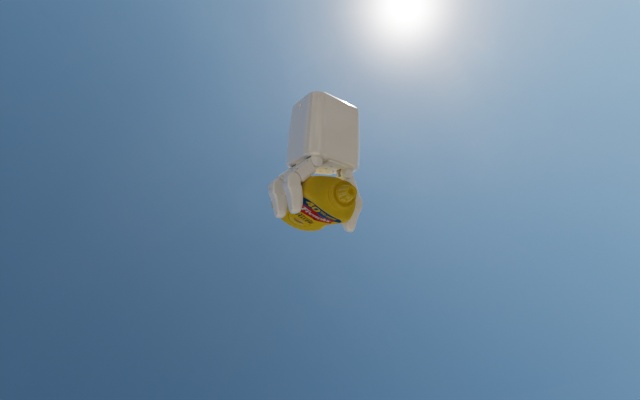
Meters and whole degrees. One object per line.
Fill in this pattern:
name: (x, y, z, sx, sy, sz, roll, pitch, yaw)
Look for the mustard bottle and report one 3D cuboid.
mustard bottle: (0.000, 0.003, 0.749, 0.096, 0.058, 0.191, 35, -24, -18)
